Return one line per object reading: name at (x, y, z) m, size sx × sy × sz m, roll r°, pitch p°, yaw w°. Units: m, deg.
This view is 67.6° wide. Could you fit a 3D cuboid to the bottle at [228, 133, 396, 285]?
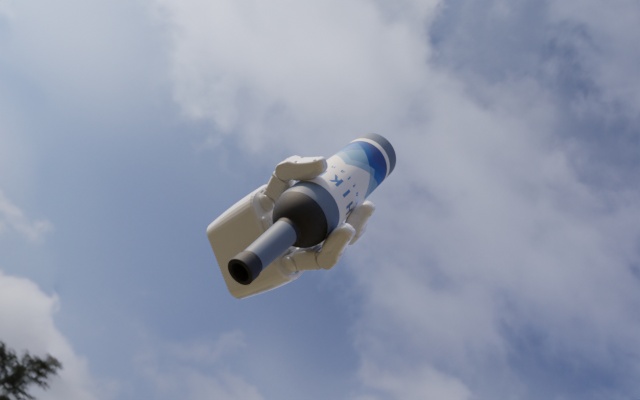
bottle at (0.000, 0.002, 0.532) m, size 0.069 × 0.069 × 0.295 m, roll 0°, pitch 25°, yaw 32°
